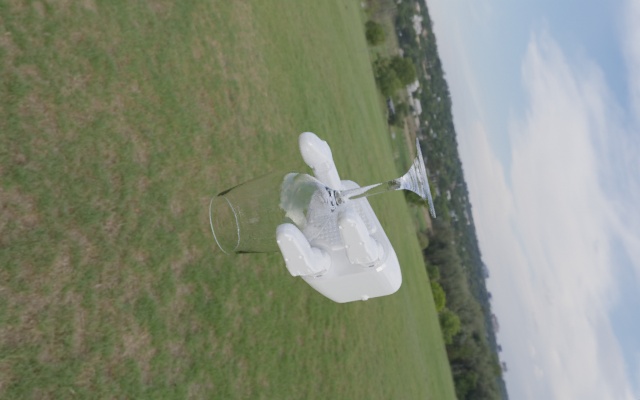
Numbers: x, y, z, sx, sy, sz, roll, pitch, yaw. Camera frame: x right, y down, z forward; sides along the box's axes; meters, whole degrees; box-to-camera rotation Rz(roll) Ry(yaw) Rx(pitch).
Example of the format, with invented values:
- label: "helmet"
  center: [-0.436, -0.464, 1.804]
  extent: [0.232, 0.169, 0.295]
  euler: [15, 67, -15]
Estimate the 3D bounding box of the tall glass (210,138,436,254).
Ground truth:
- label: "tall glass"
  center: [0.001, 0.001, 0.450]
  extent: [0.201, 0.079, 0.079]
  euler: [-13, -3, 12]
